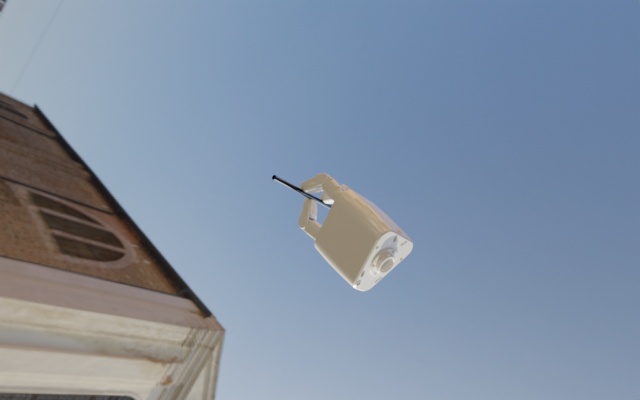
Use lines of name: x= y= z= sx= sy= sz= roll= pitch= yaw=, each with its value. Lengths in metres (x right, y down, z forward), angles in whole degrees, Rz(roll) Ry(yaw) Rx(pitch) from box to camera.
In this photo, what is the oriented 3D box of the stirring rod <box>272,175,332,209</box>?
stirring rod: x=0.000 y=0.003 z=0.821 sx=0.011 sy=0.011 sz=0.239 roll=0 pitch=-19 yaw=39
